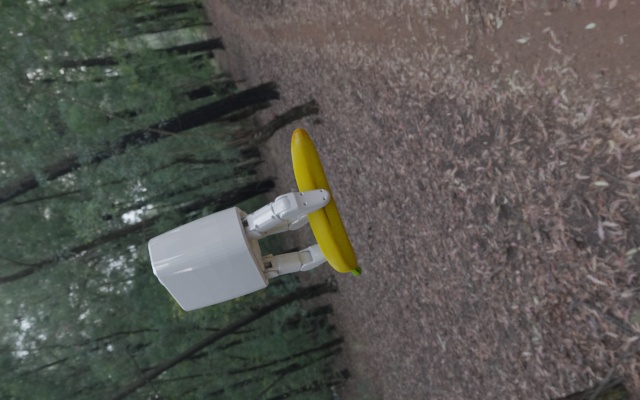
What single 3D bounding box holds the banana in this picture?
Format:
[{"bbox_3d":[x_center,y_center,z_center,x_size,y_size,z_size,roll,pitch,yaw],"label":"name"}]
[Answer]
[{"bbox_3d":[0.000,0.006,0.569,0.037,0.198,0.069,-20,1,3],"label":"banana"}]
